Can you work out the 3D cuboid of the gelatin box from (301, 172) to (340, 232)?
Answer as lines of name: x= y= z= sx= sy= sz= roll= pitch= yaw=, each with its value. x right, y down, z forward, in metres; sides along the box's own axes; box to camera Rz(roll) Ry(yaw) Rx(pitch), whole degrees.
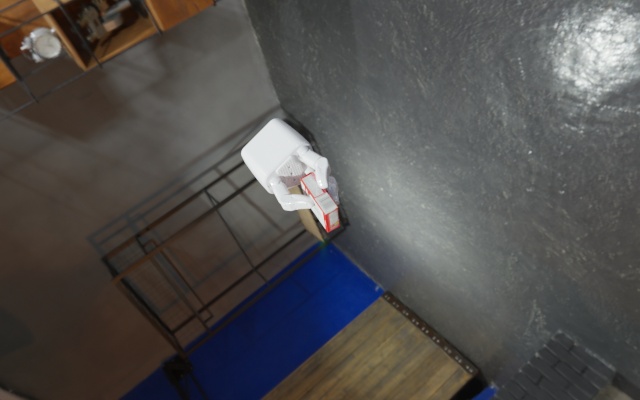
gelatin box: x=0.000 y=0.003 z=0.852 sx=0.030 sy=0.089 sz=0.073 roll=-29 pitch=-27 yaw=-11
